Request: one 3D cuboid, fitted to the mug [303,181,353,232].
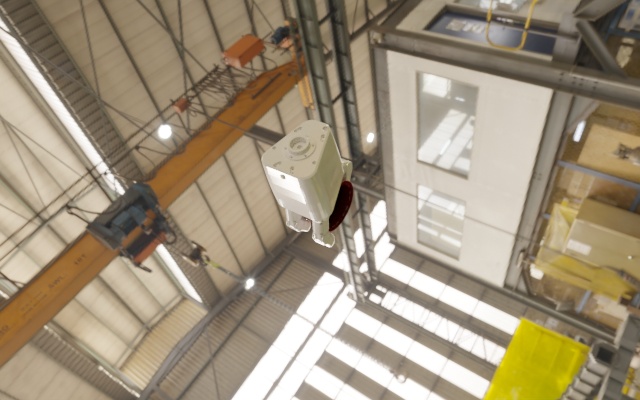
[{"bbox_3d":[0.000,0.003,0.833,0.081,0.093,0.117,24,-26,27],"label":"mug"}]
